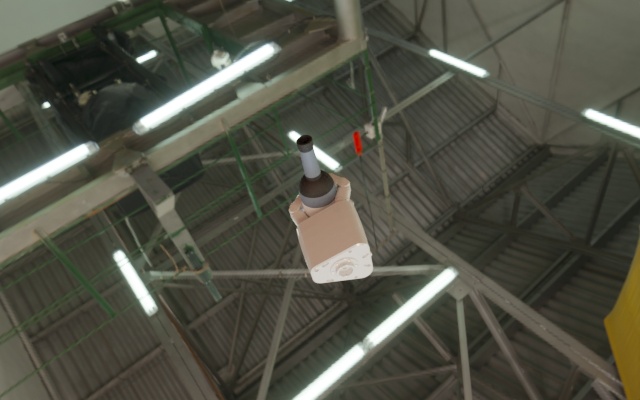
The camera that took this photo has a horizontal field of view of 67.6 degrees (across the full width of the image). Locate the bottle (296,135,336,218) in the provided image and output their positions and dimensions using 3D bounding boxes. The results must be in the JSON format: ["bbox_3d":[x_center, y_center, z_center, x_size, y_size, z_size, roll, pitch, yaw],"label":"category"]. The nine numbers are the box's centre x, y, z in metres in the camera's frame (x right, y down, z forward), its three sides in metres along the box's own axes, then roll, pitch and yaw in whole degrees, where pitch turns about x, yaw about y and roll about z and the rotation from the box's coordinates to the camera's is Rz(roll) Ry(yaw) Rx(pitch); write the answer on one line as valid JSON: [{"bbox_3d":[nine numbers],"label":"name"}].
[{"bbox_3d":[0.000,0.003,0.885,0.069,0.069,0.296,0,-44,15],"label":"bottle"}]
